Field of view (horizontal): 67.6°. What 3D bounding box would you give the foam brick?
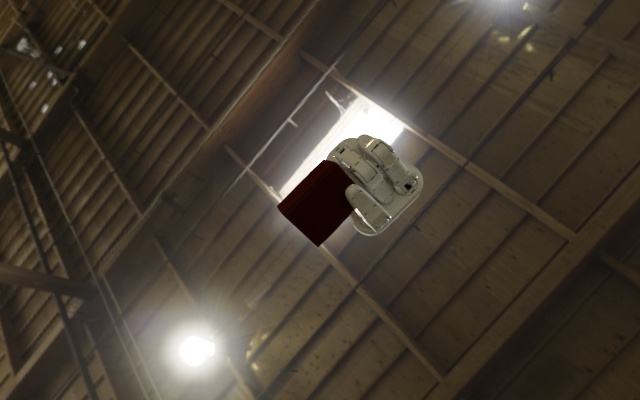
[{"bbox_3d":[0.000,0.002,0.514,0.053,0.078,0.051,46,-6,-18],"label":"foam brick"}]
